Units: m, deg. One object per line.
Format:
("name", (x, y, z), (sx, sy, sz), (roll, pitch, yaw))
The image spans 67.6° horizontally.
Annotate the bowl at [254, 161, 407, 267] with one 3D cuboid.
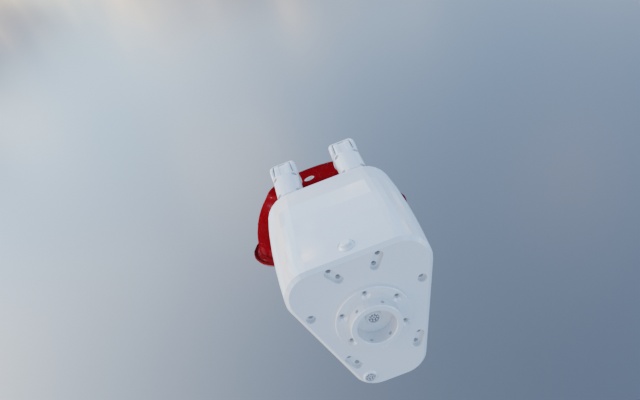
("bowl", (-0.001, 0.001, 0.476), (0.162, 0.055, 0.162), (-20, 15, 6))
